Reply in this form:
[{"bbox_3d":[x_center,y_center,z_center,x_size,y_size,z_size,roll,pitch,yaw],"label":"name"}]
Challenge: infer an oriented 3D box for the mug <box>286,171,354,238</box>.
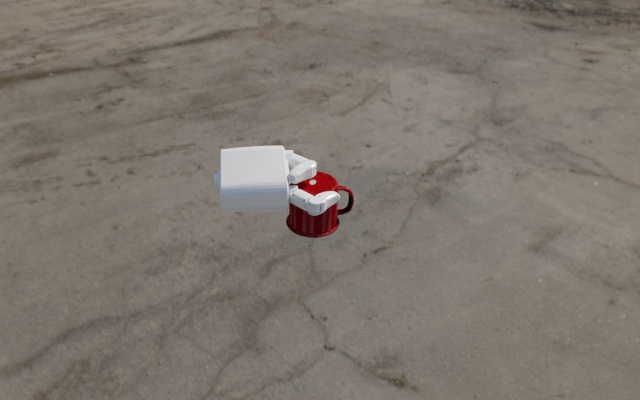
[{"bbox_3d":[0.002,0.002,0.810,0.117,0.081,0.093,-4,33,-10],"label":"mug"}]
